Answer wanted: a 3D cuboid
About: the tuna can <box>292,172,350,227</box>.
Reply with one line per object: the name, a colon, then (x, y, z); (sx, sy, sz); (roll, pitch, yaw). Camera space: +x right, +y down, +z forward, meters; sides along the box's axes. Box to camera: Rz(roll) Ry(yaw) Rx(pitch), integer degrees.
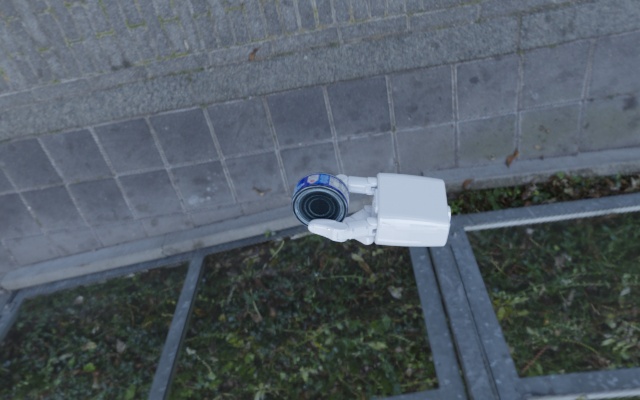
tuna can: (0.000, 0.003, 0.714); (0.086, 0.086, 0.033); (0, 37, 8)
